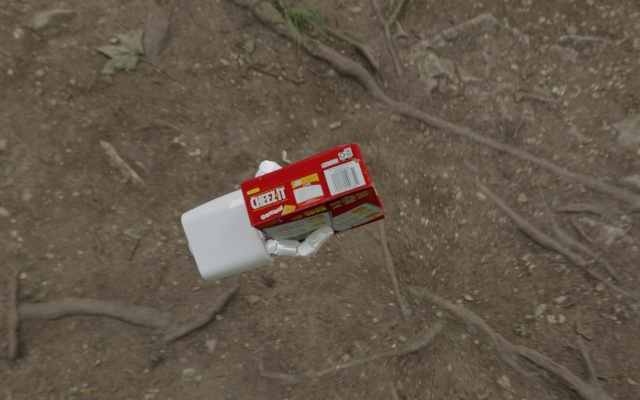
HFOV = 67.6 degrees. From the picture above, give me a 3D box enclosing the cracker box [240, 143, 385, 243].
[{"bbox_3d":[0.000,0.002,0.699,0.164,0.072,0.214,-19,-16,7],"label":"cracker box"}]
